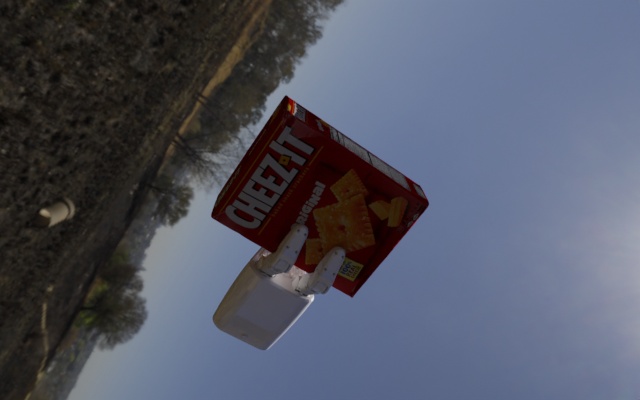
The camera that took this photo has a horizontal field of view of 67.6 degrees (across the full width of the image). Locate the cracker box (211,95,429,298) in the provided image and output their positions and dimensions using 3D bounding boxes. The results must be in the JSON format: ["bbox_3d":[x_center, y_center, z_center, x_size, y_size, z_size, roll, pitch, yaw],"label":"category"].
[{"bbox_3d":[0.000,0.002,0.593,0.214,0.164,0.072,32,20,-16],"label":"cracker box"}]
